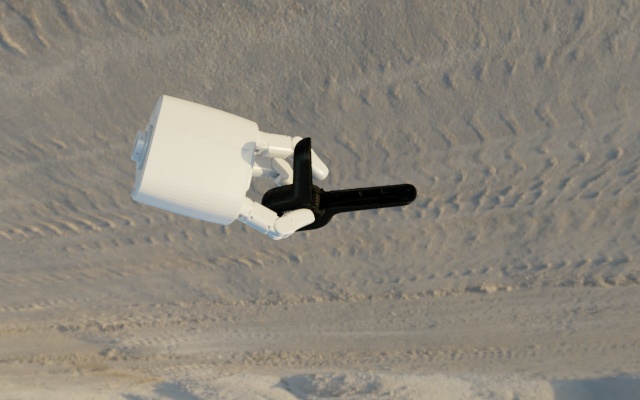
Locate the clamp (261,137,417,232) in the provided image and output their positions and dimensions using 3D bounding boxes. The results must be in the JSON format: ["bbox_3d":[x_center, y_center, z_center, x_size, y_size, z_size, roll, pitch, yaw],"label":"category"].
[{"bbox_3d":[0.000,0.003,0.583,0.164,0.036,0.210,18,-30,-25],"label":"clamp"}]
